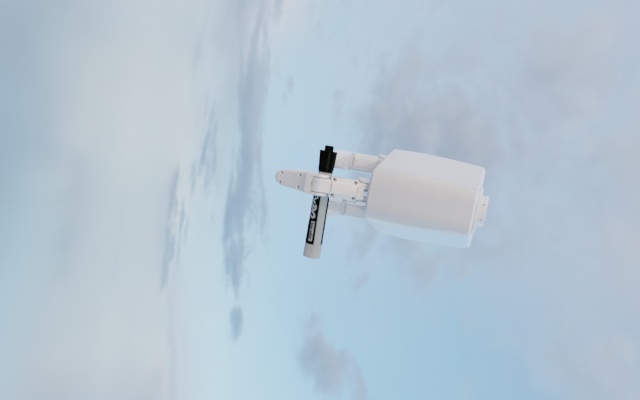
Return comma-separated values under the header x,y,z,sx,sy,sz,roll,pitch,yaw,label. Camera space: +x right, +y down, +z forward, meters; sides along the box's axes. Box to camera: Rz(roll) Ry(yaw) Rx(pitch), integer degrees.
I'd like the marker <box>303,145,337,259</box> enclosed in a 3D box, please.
x,y,z,sx,sy,sz,roll,pitch,yaw,label
0.000,0.002,0.509,0.020,0.121,0.020,9,7,-1,marker
